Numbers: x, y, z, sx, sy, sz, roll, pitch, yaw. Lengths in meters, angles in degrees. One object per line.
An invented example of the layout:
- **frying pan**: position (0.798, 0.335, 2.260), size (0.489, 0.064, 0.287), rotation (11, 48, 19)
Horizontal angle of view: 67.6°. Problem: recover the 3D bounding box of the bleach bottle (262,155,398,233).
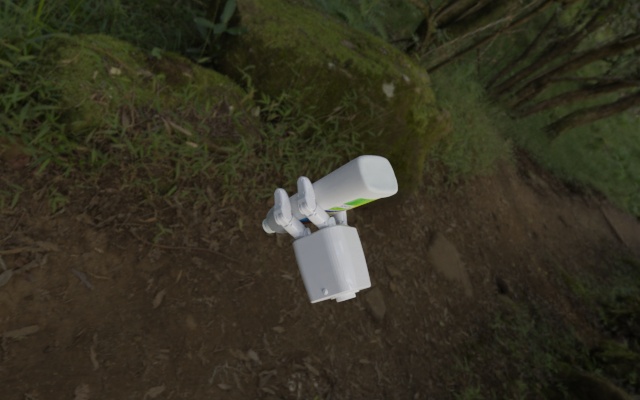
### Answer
- **bleach bottle**: position (0.000, 0.003, 0.815), size (0.251, 0.068, 0.102), rotation (-26, -15, 36)
